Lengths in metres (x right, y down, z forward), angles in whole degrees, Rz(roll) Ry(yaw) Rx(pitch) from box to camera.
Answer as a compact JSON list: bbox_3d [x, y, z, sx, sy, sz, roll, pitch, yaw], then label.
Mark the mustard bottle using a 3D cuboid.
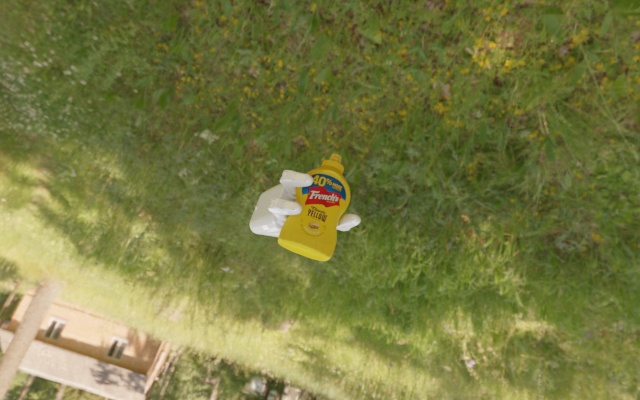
[{"bbox_3d":[0.000,0.003,0.837,0.096,0.191,0.058,21,-22,-4],"label":"mustard bottle"}]
